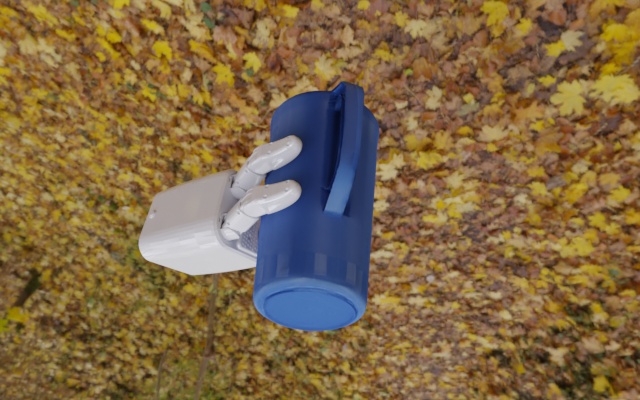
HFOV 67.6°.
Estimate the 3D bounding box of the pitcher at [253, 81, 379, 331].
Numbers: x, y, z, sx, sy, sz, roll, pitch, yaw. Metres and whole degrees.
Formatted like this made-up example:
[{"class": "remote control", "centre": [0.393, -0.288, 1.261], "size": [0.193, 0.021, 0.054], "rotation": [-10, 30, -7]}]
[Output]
[{"class": "pitcher", "centre": [0.000, 0.002, 0.507], "size": [0.145, 0.242, 0.149], "rotation": [-13, -40, 22]}]
